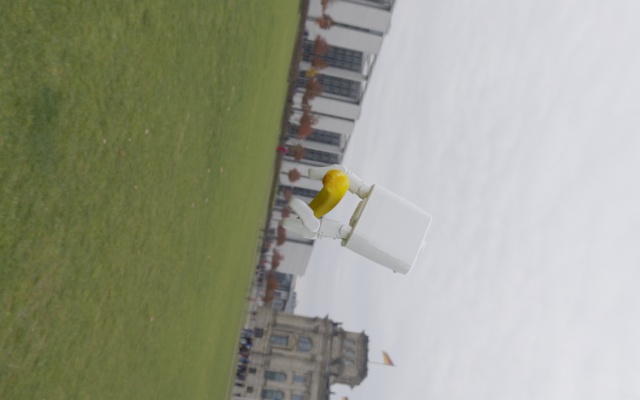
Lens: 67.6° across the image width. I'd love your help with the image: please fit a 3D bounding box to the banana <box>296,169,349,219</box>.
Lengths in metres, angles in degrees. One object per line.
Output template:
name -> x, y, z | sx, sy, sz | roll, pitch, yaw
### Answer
banana -> 0.012, -0.008, 0.730 | 0.069, 0.037, 0.198 | -43, -6, -25
